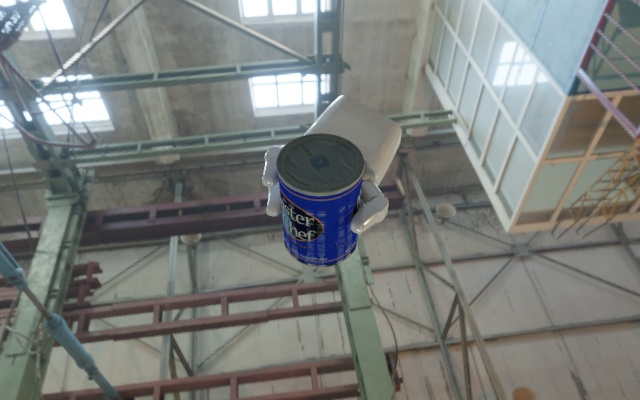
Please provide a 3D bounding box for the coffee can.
[{"bbox_3d":[0.000,0.002,0.603,0.103,0.102,0.140,0,-43,0],"label":"coffee can"}]
